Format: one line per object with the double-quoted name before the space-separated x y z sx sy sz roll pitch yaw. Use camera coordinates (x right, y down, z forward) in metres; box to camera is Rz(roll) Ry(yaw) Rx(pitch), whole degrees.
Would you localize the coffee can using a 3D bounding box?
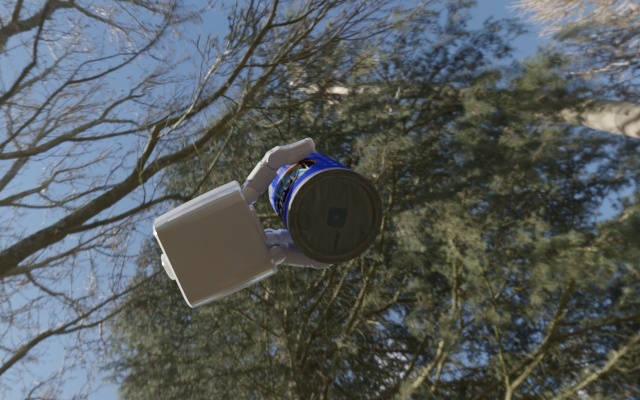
"coffee can" 0.000 0.002 0.557 0.103 0.103 0.140 0 13 -14
